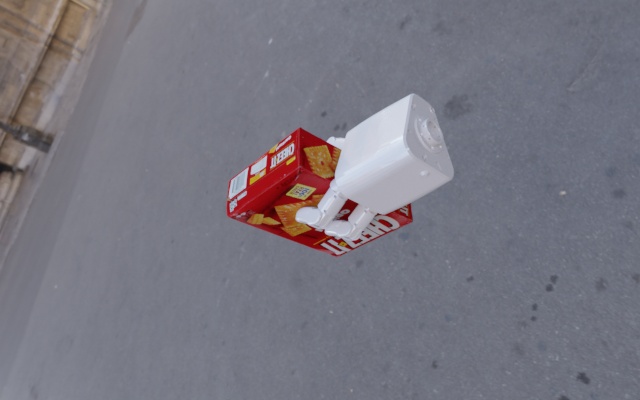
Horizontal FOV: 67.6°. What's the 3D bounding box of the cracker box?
[{"bbox_3d":[0.000,0.002,0.679,0.214,0.072,0.164,25,-39,-35],"label":"cracker box"}]
